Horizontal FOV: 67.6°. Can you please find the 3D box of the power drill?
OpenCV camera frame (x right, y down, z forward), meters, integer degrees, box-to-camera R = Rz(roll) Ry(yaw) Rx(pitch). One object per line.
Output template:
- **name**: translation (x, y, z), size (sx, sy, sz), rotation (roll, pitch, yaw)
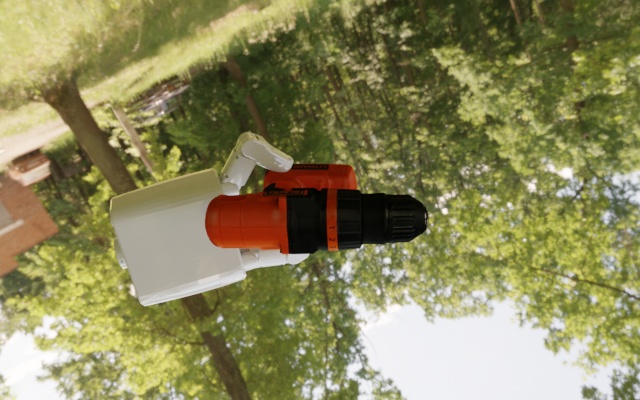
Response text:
- **power drill**: translation (0.000, 0.001, 0.464), size (0.184, 0.057, 0.187), rotation (1, 10, 3)
